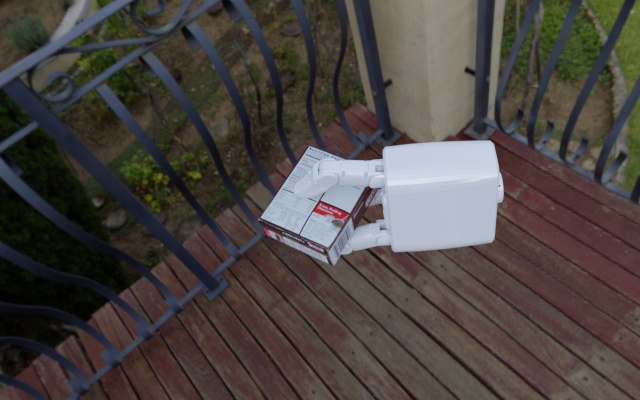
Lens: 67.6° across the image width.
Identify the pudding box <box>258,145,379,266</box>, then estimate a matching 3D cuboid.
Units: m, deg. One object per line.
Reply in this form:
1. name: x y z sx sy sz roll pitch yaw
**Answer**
1. pudding box: 0.000 0.002 0.520 0.090 0.113 0.039 22 -27 23
